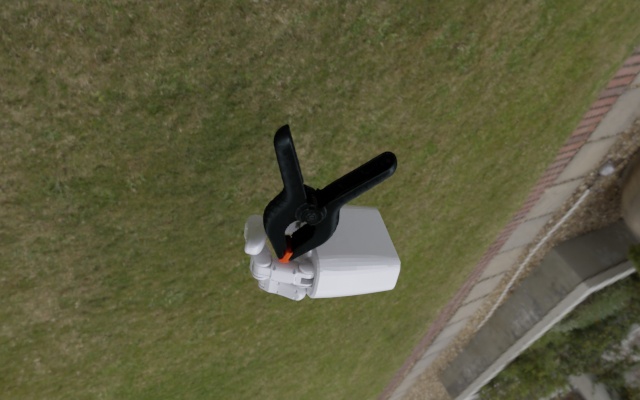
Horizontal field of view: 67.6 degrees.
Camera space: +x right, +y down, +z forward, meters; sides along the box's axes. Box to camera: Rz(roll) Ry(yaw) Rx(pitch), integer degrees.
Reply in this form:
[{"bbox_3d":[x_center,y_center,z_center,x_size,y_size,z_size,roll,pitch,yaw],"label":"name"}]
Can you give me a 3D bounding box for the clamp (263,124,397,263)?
[{"bbox_3d":[0.000,0.002,0.480,0.120,0.039,0.172,10,-44,-10],"label":"clamp"}]
